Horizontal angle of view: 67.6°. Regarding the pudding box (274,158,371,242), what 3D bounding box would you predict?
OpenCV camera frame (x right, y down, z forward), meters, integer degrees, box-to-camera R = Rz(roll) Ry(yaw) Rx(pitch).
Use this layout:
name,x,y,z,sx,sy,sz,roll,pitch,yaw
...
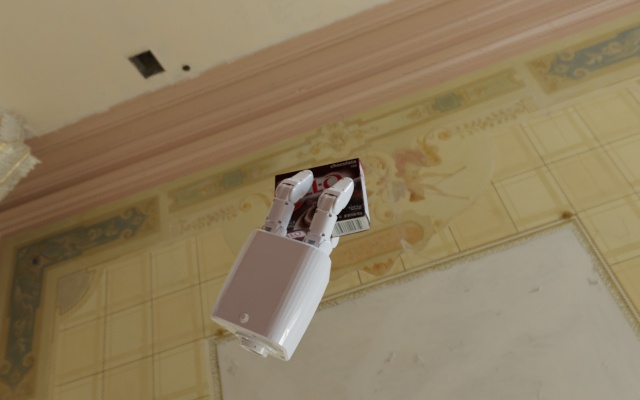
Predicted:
name,x,y,z,sx,sy,sz,roll,pitch,yaw
pudding box,0.000,0.002,0.581,0.113,0.090,0.039,-10,-37,9
